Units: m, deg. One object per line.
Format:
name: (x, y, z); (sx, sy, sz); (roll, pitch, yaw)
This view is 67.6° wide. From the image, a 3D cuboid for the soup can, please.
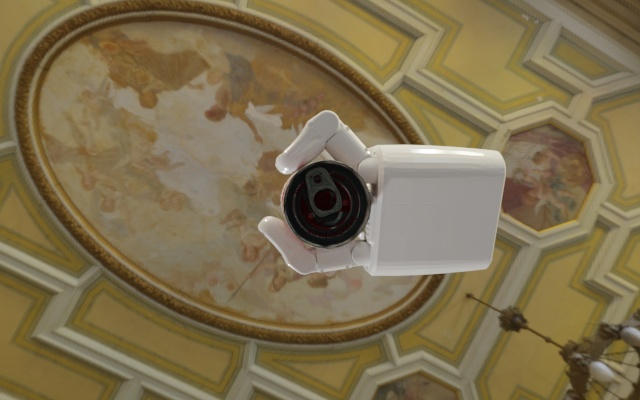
soup can: (0.000, 0.001, 0.412); (0.068, 0.068, 0.102); (0, 2, -6)
